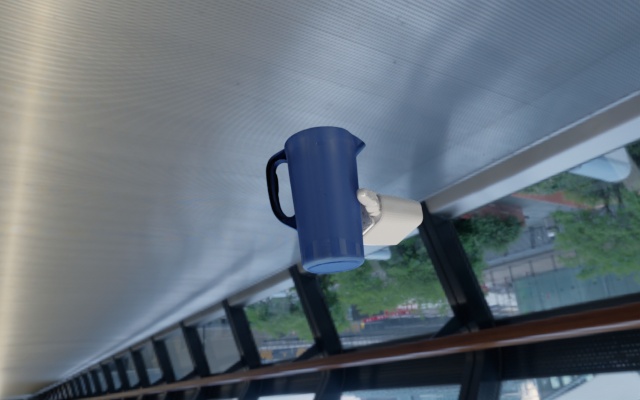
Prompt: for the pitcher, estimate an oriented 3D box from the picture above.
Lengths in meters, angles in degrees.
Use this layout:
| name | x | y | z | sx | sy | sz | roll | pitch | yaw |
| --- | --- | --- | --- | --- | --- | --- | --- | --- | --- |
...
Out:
| name | x | y | z | sx | sy | sz | roll | pitch | yaw |
| --- | --- | --- | --- | --- | --- | --- | --- | --- | --- |
| pitcher | 0.000 | 0.003 | 0.851 | 0.145 | 0.242 | 0.149 | 8 | -23 | -35 |
